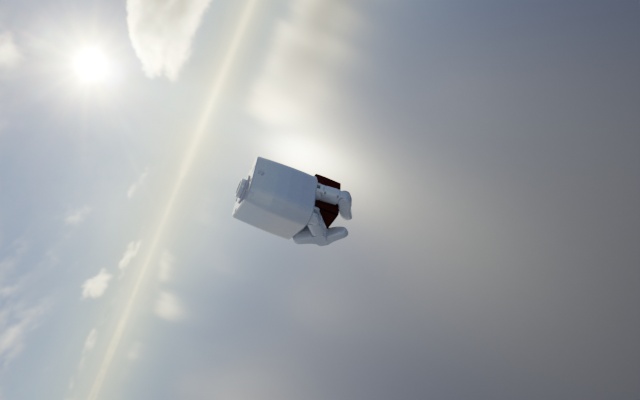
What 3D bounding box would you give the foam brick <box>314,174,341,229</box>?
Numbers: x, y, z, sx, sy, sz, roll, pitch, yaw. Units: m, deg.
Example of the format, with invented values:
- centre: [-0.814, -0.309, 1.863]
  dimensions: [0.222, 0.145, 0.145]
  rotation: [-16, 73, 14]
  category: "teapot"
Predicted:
- centre: [0.000, 0.003, 0.827]
  dimensions: [0.051, 0.078, 0.053]
  rotation: [21, -45, -15]
  category: "foam brick"
